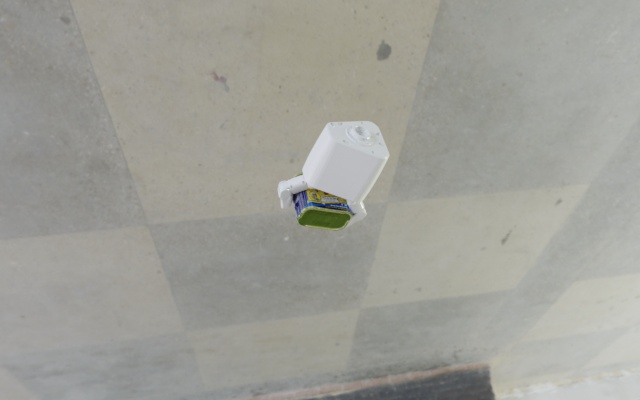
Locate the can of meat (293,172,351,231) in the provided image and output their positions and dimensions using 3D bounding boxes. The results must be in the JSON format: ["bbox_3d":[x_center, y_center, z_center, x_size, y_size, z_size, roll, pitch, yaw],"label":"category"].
[{"bbox_3d":[0.000,0.003,0.858,0.102,0.084,0.057,8,-44,-25],"label":"can of meat"}]
